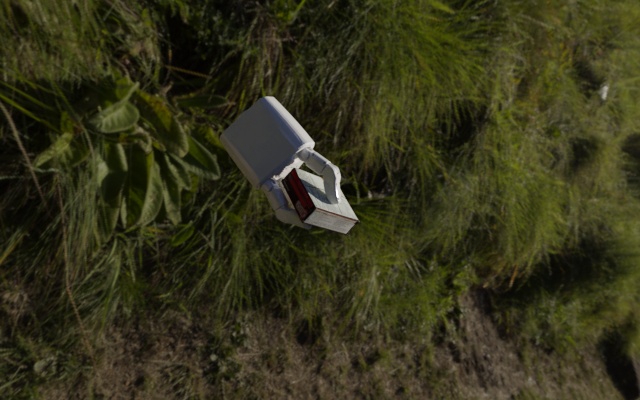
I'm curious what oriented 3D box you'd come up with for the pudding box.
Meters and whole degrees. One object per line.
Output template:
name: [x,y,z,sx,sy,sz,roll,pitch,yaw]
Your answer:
pudding box: [0.000,0.002,0.760,0.113,0.090,0.039,17,-54,-45]
